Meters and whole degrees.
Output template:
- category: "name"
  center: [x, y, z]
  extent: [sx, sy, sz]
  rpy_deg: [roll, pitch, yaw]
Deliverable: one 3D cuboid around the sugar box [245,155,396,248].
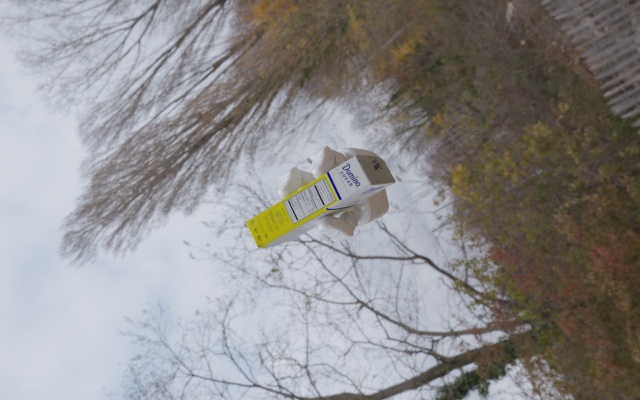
- category: "sugar box"
  center: [0.000, 0.002, 0.608]
  extent: [0.176, 0.048, 0.093]
  rpy_deg: [-33, -11, 24]
